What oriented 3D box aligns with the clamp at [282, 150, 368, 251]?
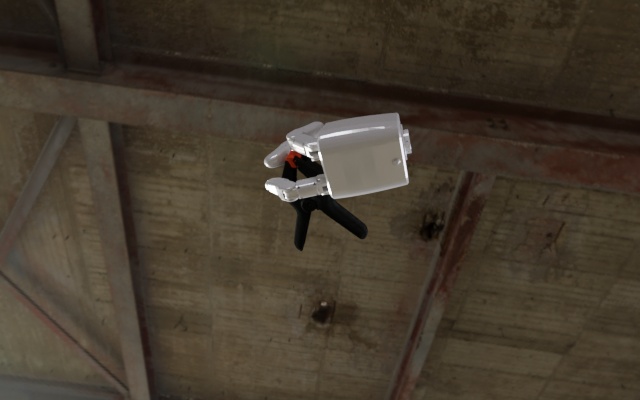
[{"bbox_3d":[0.000,0.002,0.705,0.120,0.172,0.039,-9,33,12],"label":"clamp"}]
